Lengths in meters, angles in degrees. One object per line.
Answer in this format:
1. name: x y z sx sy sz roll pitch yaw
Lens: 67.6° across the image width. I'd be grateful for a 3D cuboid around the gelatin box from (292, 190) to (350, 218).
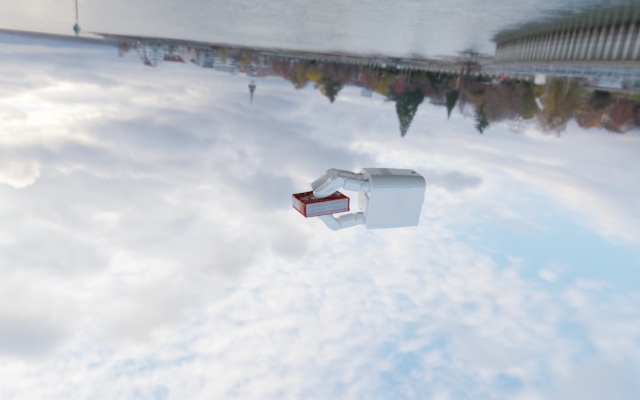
1. gelatin box: 0.000 0.003 0.877 0.089 0.030 0.073 -9 18 -20
